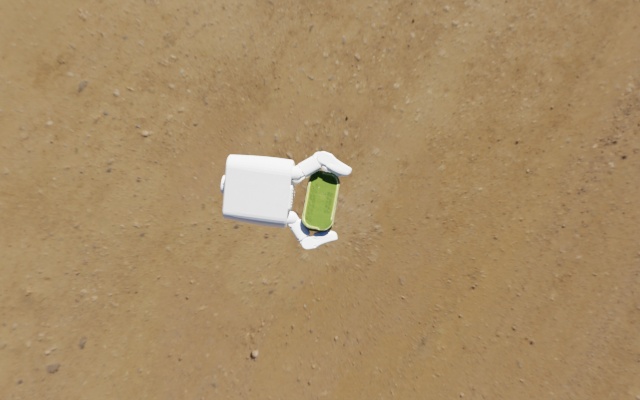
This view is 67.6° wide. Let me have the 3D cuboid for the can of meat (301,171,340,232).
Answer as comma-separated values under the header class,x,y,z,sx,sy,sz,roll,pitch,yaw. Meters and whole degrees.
class,x,y,z,sx,sy,sz,roll,pitch,yaw
can of meat,0.000,0.003,0.809,0.057,0.102,0.084,10,-4,0
